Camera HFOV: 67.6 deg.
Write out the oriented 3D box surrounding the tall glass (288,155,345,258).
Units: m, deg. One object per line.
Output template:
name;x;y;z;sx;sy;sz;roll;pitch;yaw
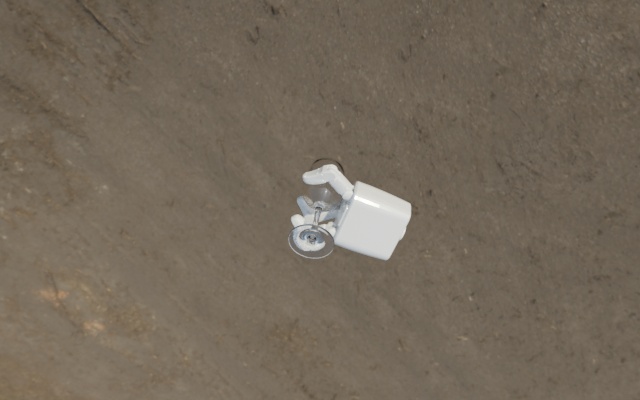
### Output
tall glass;0.000;0.003;0.825;0.079;0.079;0.201;0;39;11
